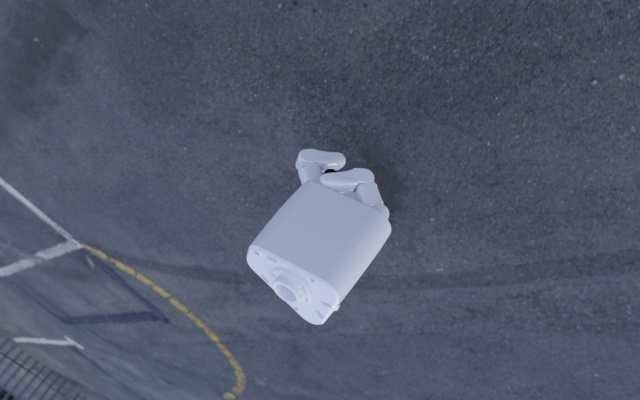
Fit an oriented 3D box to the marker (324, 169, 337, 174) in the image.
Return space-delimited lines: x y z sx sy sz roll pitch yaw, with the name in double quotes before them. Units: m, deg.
"marker" 0.000 0.002 0.589 0.020 0.020 0.121 0 -34 -17
